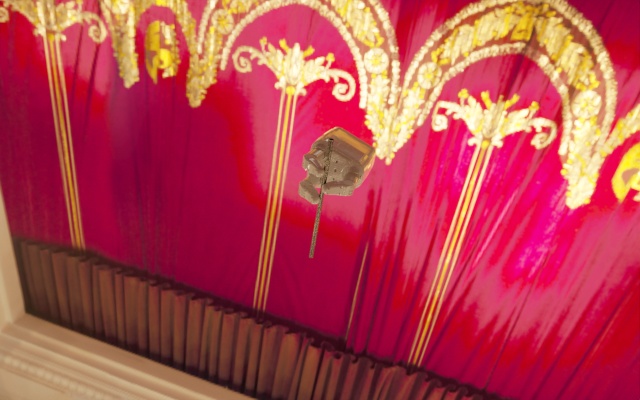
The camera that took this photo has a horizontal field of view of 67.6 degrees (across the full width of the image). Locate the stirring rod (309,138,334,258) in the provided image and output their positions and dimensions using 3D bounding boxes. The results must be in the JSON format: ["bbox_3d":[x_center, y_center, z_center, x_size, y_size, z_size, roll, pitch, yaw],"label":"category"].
[{"bbox_3d":[0.000,0.003,0.846,0.011,0.240,0.011,7,29,-4],"label":"stirring rod"}]
